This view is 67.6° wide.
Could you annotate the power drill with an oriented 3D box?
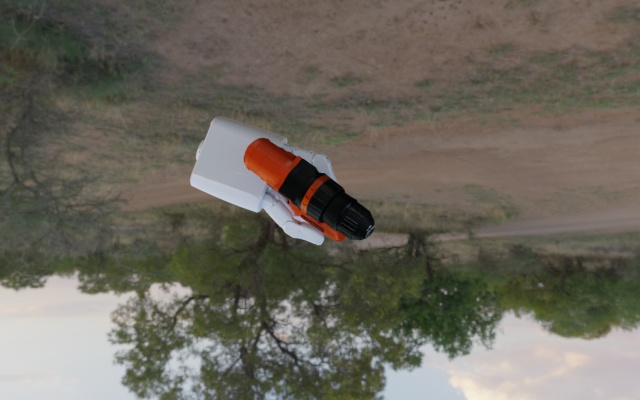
[{"bbox_3d":[0.000,0.002,0.628,0.184,0.057,0.188,37,-6,18],"label":"power drill"}]
